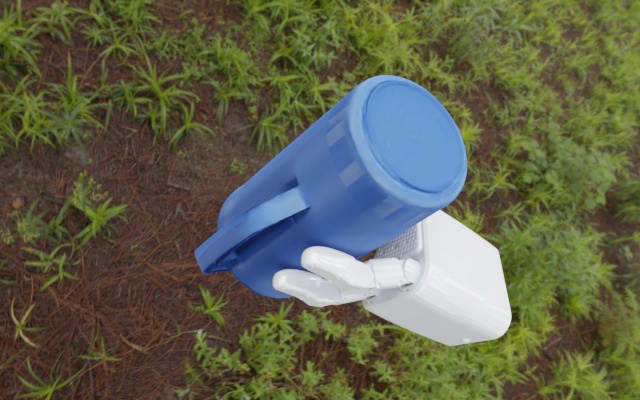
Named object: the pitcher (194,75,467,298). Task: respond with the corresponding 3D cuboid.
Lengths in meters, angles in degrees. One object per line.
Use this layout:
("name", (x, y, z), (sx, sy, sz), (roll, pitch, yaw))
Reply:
("pitcher", (0.000, 0.001, 0.424), (0.145, 0.149, 0.243), (29, -34, -18))
